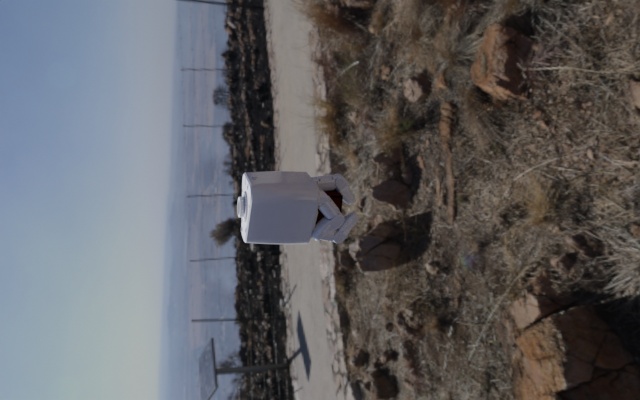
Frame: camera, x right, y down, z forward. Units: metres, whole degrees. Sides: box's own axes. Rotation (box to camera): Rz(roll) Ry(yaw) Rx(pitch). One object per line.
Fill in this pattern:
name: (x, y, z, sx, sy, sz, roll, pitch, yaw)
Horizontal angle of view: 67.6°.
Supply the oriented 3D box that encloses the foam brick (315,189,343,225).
foam brick: (0.000, 0.003, 0.818, 0.051, 0.053, 0.078, -1, 21, -17)
